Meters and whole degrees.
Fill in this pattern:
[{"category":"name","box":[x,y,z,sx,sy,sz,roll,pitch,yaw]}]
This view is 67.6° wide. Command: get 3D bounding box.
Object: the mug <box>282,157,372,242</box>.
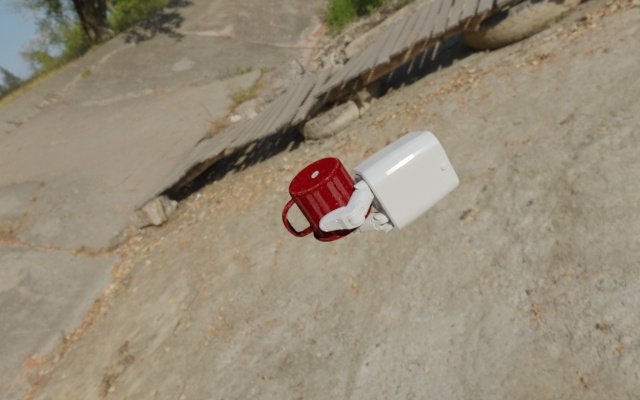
[{"category":"mug","box":[-0.001,0.003,0.647,0.117,0.081,0.093,-34,25,-1]}]
